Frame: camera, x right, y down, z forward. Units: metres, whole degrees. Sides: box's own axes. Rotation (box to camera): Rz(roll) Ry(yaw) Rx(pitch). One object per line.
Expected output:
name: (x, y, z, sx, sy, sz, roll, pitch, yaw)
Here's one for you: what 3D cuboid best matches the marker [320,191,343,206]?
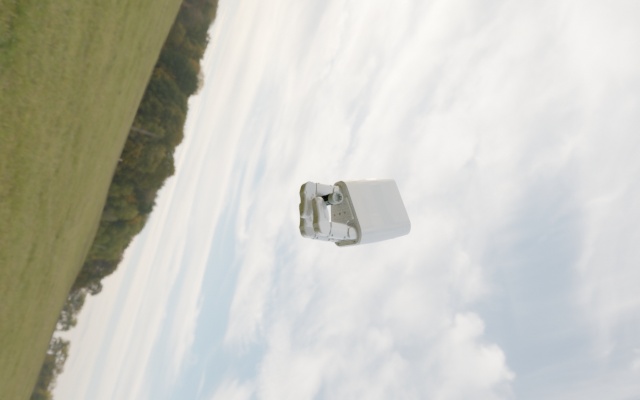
marker: (0.000, 0.003, 0.778, 0.020, 0.020, 0.121, 0, -7, -26)
